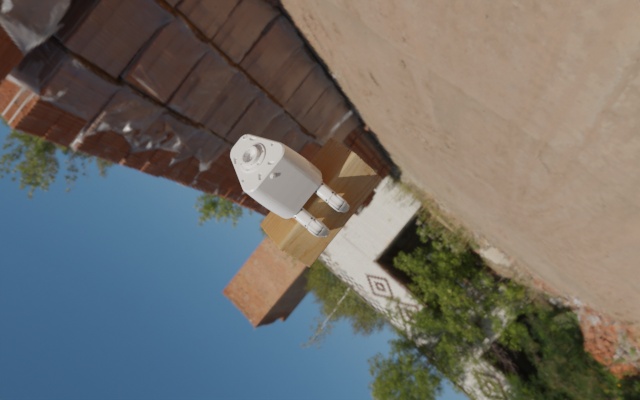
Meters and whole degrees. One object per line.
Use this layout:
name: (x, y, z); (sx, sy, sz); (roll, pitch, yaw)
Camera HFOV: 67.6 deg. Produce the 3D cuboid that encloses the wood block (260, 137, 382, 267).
wood block: (0.000, 0.003, 0.860); (0.090, 0.206, 0.090); (37, 4, -39)
